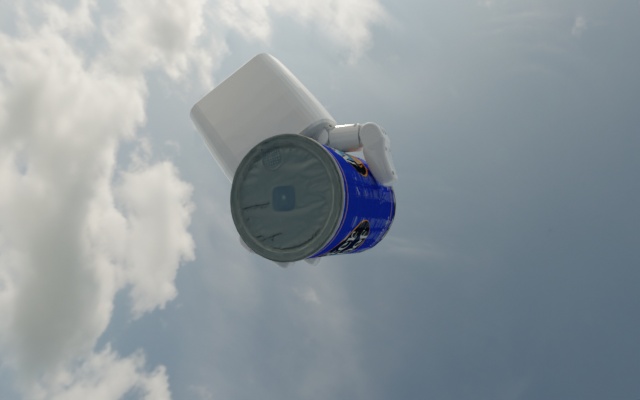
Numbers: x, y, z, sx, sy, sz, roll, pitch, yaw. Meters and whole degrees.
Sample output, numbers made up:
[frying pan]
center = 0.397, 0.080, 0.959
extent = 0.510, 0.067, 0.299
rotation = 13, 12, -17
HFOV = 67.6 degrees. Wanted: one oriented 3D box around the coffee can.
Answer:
[coffee can]
center = 0.000, 0.002, 0.439
extent = 0.103, 0.103, 0.140
rotation = 0, -3, 26
